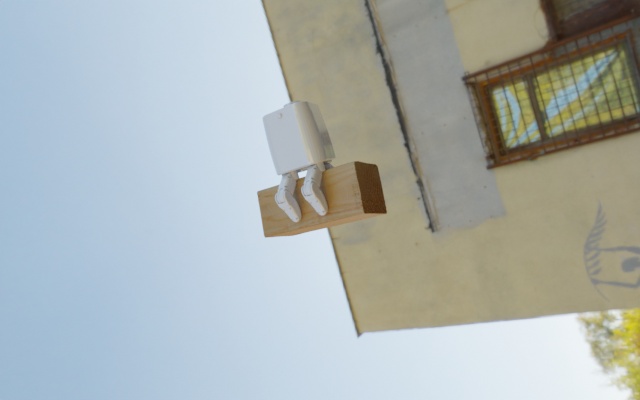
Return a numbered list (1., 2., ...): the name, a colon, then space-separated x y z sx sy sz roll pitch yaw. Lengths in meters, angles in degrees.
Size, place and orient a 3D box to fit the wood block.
1. wood block: 0.000 0.002 0.847 0.206 0.090 0.091 -15 -8 32
